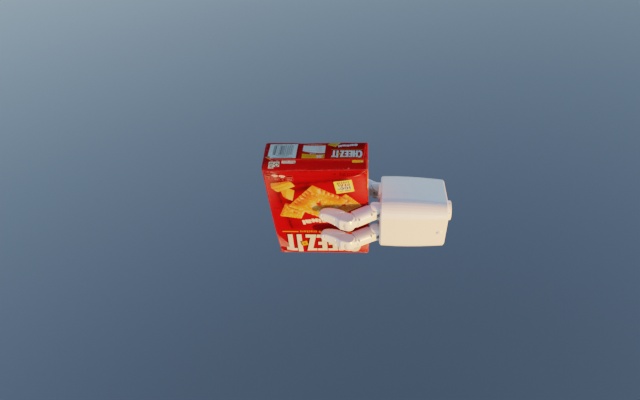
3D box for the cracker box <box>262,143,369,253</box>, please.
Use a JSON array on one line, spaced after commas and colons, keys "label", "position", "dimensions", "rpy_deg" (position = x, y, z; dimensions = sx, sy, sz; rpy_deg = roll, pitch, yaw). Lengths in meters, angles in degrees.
[{"label": "cracker box", "position": [0.000, 0.002, 0.805], "dimensions": [0.164, 0.072, 0.214], "rpy_deg": [0, -42, 6]}]
